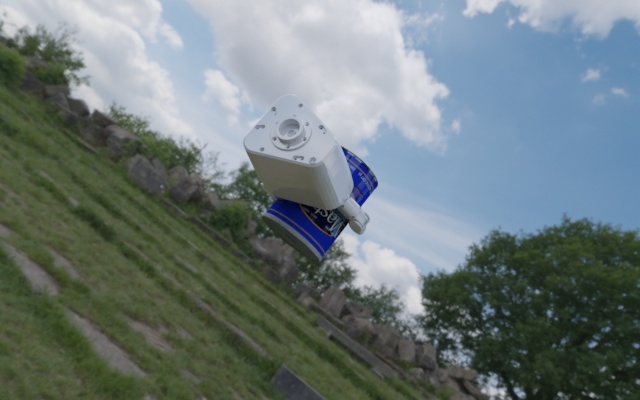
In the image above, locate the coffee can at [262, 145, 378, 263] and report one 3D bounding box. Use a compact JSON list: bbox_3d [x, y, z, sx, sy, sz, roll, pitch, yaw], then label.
[{"bbox_3d":[0.000,0.002,0.680,0.103,0.140,0.103,36,-14,11],"label":"coffee can"}]
